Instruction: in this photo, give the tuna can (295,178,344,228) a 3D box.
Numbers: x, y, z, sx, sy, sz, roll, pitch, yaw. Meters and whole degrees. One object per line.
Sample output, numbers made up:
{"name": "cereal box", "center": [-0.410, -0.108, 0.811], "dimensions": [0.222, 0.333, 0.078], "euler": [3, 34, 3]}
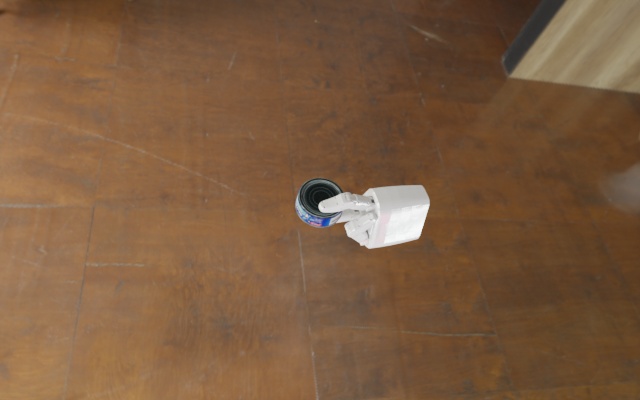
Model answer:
{"name": "tuna can", "center": [0.000, 0.002, 0.841], "dimensions": [0.086, 0.086, 0.034], "euler": [0, -32, -11]}
